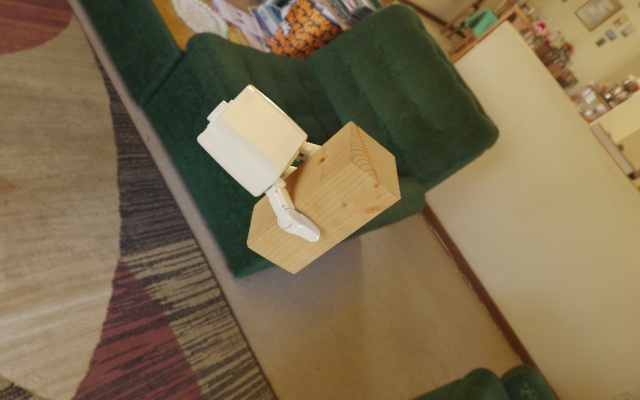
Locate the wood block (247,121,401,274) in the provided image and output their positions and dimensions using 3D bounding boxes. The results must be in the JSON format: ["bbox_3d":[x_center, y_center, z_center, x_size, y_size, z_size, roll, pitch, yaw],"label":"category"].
[{"bbox_3d":[0.000,0.002,0.660,0.090,0.090,0.206,35,-55,-26],"label":"wood block"}]
